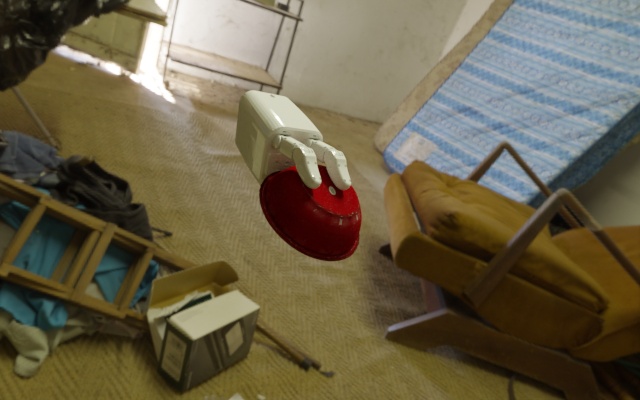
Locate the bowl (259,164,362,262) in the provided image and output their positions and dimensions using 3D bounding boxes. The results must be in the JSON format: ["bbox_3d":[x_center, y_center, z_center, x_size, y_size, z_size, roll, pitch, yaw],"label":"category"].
[{"bbox_3d":[0.001,0.003,0.652,0.162,0.162,0.055,0,-39,-42],"label":"bowl"}]
